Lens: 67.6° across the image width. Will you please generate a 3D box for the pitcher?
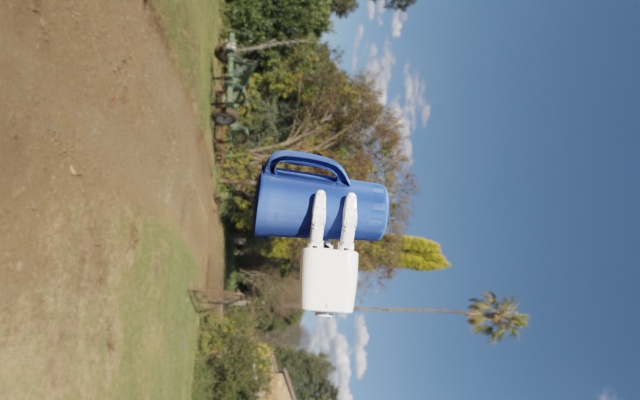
[{"bbox_3d":[0.000,0.003,0.881,0.243,0.145,0.149,6,-13,-7],"label":"pitcher"}]
